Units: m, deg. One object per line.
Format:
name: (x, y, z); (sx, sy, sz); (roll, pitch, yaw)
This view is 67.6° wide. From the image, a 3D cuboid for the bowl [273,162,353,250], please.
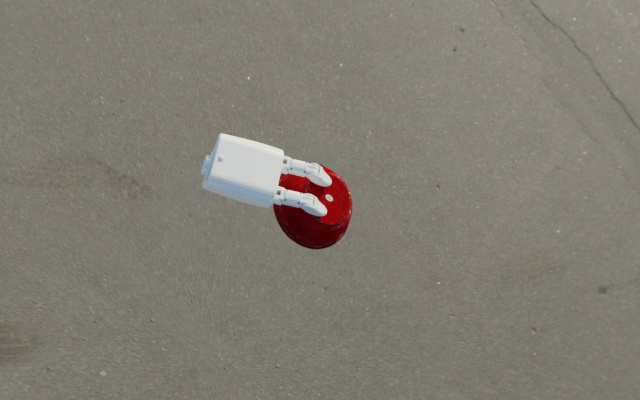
bowl: (0.002, 0.003, 0.841); (0.162, 0.162, 0.055); (0, -13, -32)
